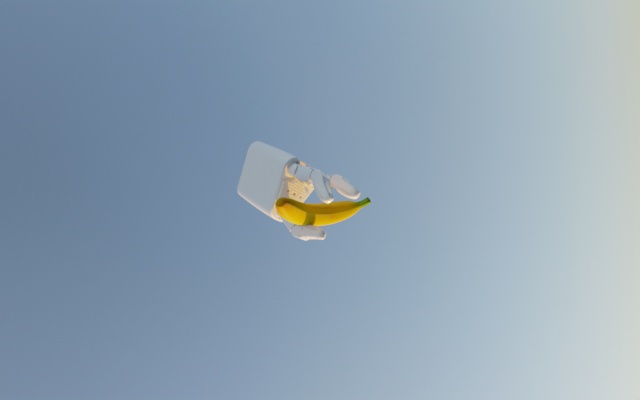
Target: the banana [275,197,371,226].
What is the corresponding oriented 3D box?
[{"bbox_3d":[-0.006,0.015,0.785,0.198,0.037,0.070,-3,-39,-42],"label":"banana"}]
